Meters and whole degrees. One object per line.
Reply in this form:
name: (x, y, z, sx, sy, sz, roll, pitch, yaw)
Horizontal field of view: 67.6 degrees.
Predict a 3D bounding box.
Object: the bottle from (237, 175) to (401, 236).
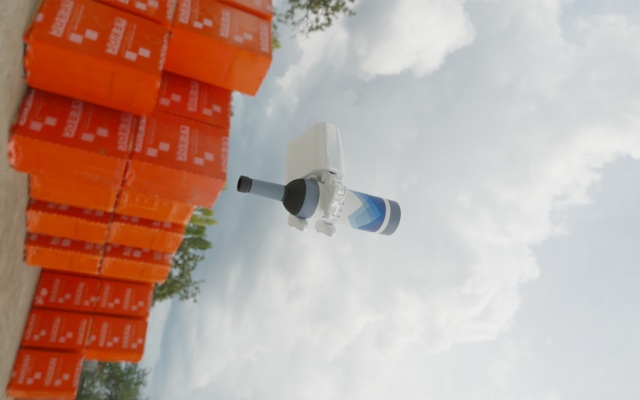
bottle: (0.000, 0.003, 0.828, 0.296, 0.069, 0.069, 13, -6, -24)
